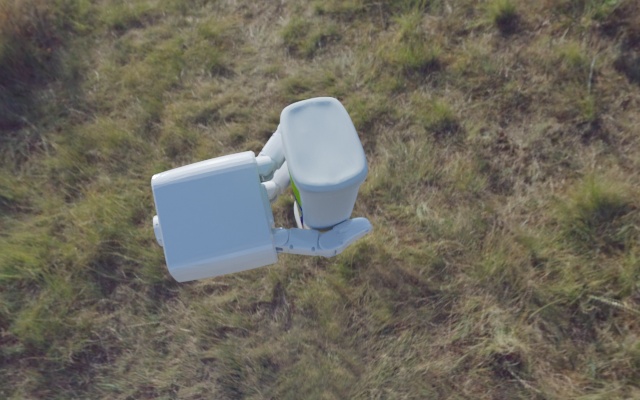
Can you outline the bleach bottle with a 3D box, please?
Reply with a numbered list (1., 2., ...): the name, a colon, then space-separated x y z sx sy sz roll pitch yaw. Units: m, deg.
1. bleach bottle: 0.000 0.002 0.530 0.068 0.102 0.251 -14 -26 -7
